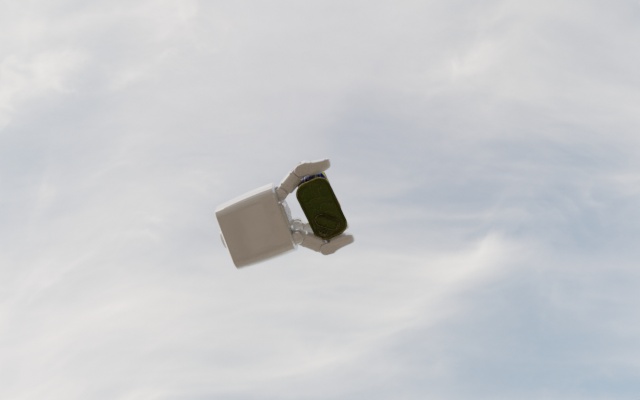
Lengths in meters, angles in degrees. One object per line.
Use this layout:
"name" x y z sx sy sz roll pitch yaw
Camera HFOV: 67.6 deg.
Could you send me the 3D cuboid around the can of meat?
"can of meat" 0.000 0.002 0.791 0.057 0.102 0.084 -24 17 4
